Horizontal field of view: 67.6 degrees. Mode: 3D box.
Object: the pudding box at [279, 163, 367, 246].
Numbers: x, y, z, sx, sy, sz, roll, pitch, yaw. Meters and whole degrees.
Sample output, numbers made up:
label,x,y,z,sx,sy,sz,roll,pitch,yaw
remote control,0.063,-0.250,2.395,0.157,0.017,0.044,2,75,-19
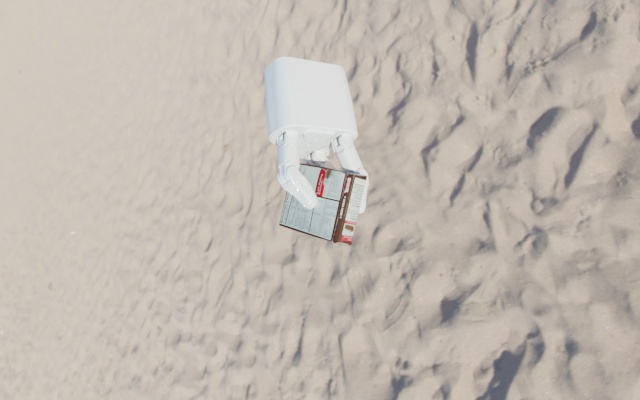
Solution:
label,x,y,z,sx,sy,sz,roll,pitch,yaw
pudding box,0.000,0.002,0.617,0.039,0.090,0.113,10,3,-41
